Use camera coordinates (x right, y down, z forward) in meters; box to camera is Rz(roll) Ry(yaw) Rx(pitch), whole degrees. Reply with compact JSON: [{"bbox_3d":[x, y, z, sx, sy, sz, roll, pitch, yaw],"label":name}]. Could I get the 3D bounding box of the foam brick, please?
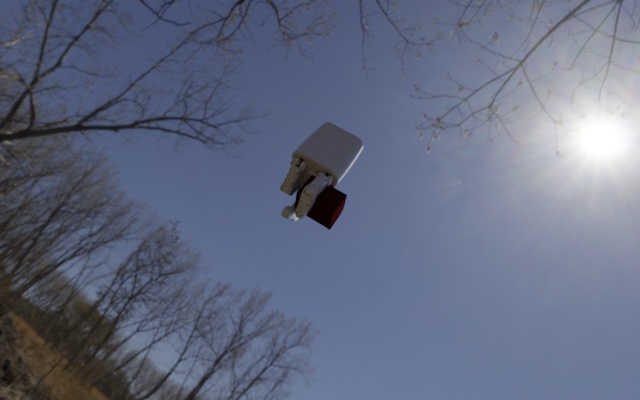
[{"bbox_3d":[0.000,0.003,0.853,0.078,0.051,0.053,31,-34,14],"label":"foam brick"}]
